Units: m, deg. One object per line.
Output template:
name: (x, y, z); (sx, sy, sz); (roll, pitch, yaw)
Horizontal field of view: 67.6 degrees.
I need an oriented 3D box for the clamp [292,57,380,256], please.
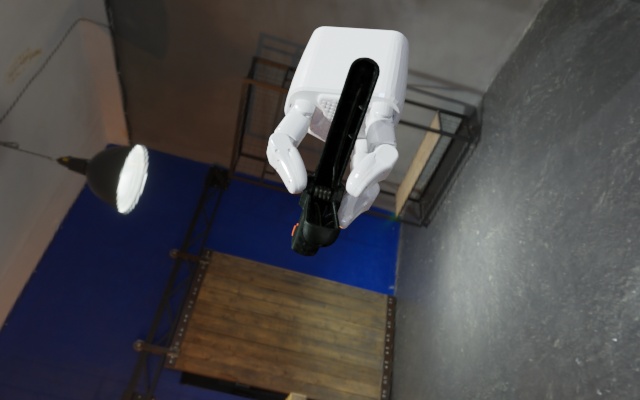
clamp: (-0.001, 0.001, 0.424); (0.036, 0.164, 0.210); (18, -34, -3)
